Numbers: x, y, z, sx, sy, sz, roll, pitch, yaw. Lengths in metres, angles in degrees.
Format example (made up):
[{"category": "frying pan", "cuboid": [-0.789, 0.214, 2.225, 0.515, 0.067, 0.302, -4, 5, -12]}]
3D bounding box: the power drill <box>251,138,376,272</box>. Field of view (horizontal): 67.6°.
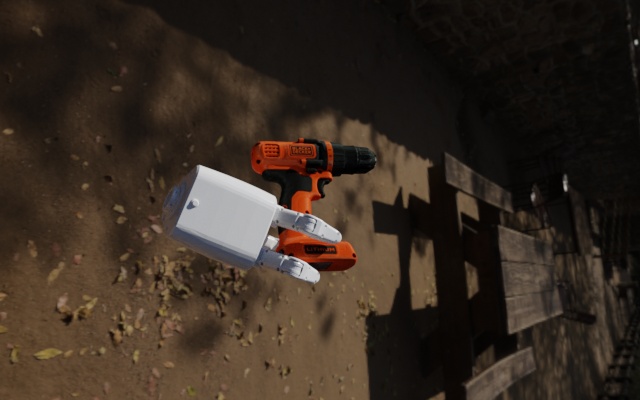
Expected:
[{"category": "power drill", "cuboid": [0.000, 0.003, 0.658, 0.184, 0.187, 0.057, 0, -26, -14]}]
